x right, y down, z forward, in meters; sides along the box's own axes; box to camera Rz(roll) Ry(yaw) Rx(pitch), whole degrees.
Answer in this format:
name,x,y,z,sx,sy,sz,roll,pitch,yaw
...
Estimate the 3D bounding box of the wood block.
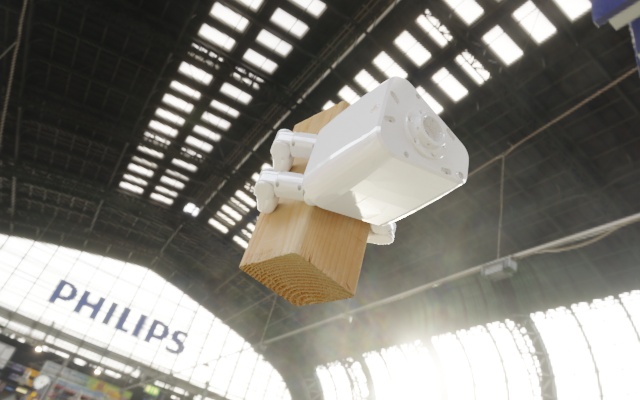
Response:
name,x,y,z,sx,sy,sz,roll,pitch,yaw
wood block,0.001,0.002,0.536,0.090,0.206,0.091,-19,-49,41
